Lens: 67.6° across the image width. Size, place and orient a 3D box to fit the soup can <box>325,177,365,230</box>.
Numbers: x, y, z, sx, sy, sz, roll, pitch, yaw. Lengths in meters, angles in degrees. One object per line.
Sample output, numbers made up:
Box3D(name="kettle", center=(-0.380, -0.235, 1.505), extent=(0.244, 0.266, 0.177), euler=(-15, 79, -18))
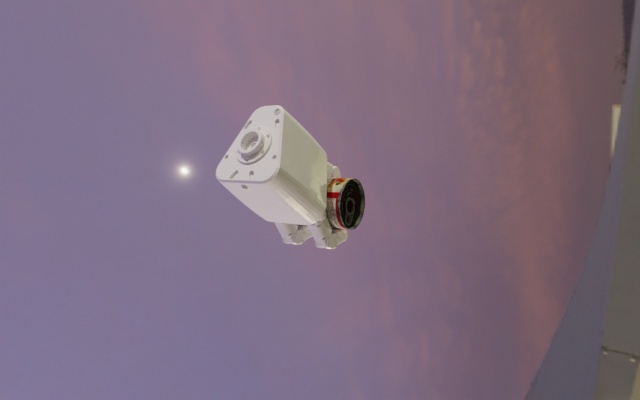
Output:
Box3D(name="soup can", center=(0.000, 0.002, 0.651), extent=(0.102, 0.068, 0.068), euler=(4, 2, 32))
